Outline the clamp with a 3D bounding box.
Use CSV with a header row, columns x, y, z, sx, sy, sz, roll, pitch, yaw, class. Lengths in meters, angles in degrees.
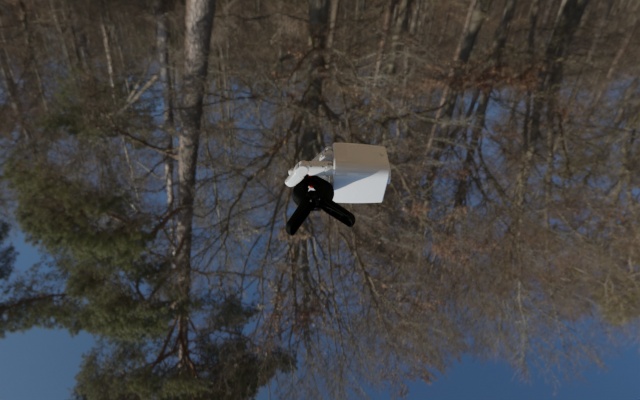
x,y,z,sx,sy,sz,roll,pitch,yaw,class
0.000,0.003,0.876,0.120,0.039,0.171,2,38,-1,clamp
